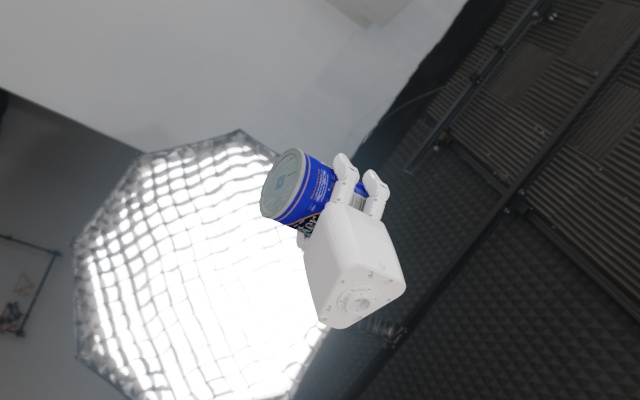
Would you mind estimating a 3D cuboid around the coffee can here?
[{"bbox_3d":[0.000,0.002,0.668,0.140,0.102,0.103,26,-13,-29],"label":"coffee can"}]
